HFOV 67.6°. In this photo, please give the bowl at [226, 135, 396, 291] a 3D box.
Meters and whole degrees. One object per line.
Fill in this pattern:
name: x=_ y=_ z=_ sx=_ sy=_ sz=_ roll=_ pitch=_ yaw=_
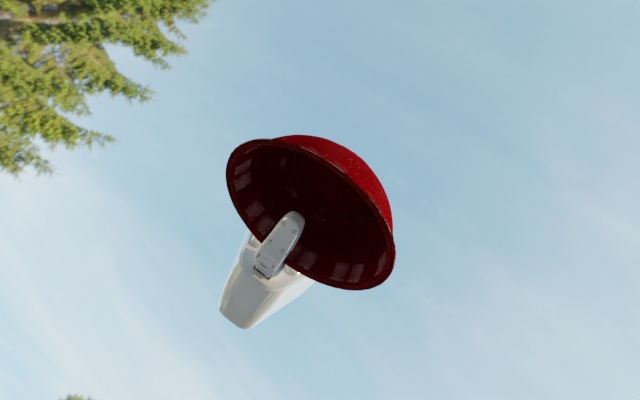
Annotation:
bowl: x=0.001 y=0.001 z=0.402 sx=0.162 sy=0.162 sz=0.055 roll=0 pitch=39 yaw=43
